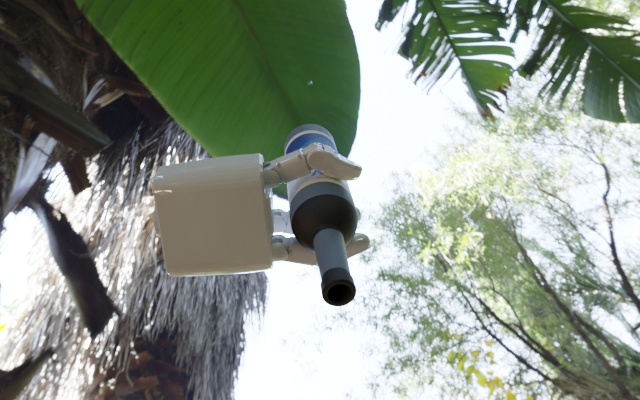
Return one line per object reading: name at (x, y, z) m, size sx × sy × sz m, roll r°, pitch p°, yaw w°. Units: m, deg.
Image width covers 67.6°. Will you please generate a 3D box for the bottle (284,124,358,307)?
bottle at (0.000, 0.001, 0.498) m, size 0.069 × 0.069 × 0.295 m, roll 0°, pitch 29°, yaw -6°
